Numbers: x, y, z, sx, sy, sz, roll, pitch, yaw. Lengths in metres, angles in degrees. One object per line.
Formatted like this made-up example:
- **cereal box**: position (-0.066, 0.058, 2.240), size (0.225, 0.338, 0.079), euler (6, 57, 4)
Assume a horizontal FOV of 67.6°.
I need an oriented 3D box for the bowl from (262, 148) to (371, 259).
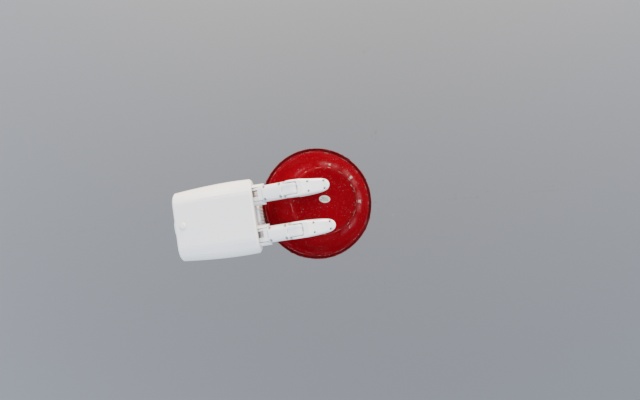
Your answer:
- **bowl**: position (0.001, 0.002, 0.669), size (0.162, 0.162, 0.055), euler (0, -4, -10)
